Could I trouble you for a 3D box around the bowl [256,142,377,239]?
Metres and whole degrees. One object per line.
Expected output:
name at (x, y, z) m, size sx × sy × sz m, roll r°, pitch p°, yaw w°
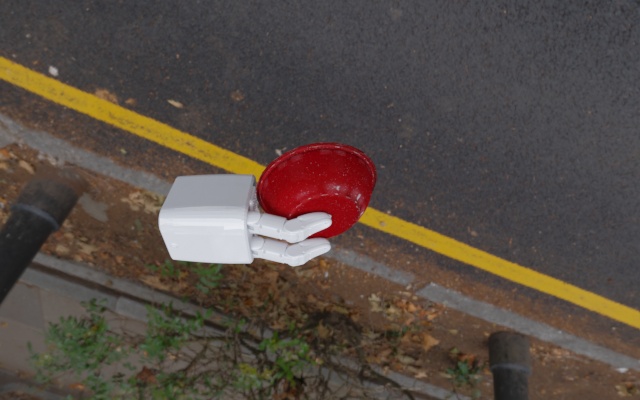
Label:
bowl at (0.001, 0.002, 0.615) m, size 0.162 × 0.055 × 0.162 m, roll -8°, pitch -39°, yaw -6°
